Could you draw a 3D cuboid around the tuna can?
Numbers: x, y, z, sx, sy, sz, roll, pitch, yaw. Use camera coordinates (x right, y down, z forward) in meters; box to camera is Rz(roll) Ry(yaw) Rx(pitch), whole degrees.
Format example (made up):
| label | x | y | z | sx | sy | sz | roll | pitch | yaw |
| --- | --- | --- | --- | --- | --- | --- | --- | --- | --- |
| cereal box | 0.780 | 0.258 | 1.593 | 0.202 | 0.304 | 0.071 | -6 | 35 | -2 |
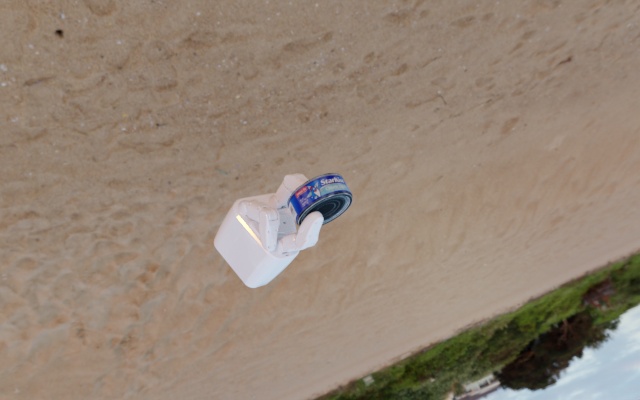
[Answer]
| label | x | y | z | sx | sy | sz | roll | pitch | yaw |
| --- | --- | --- | --- | --- | --- | --- | --- | --- | --- |
| tuna can | 0.000 | 0.003 | 0.649 | 0.086 | 0.033 | 0.086 | -23 | -25 | -11 |
